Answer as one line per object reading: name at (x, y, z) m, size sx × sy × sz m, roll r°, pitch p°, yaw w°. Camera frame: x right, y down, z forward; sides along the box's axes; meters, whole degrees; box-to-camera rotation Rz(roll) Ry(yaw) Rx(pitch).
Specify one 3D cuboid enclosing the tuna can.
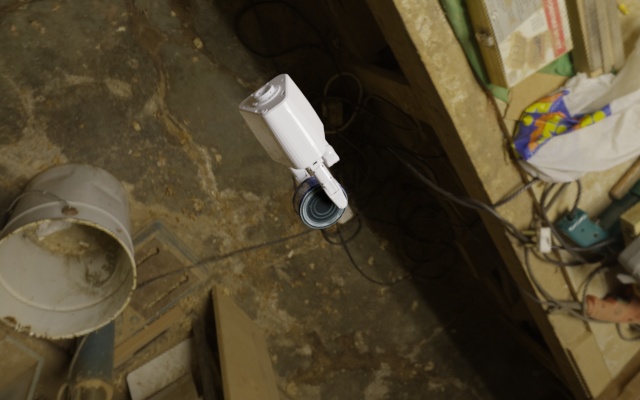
tuna can at (0.000, 0.003, 0.780) m, size 0.086 × 0.086 × 0.033 m, roll 0°, pitch 27°, yaw -25°
